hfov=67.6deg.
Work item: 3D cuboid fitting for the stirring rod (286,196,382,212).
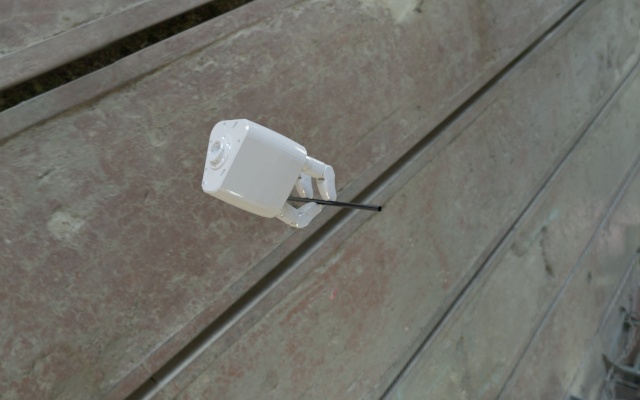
[{"bbox_3d":[0.000,0.002,0.738,0.011,0.011,0.239,0,4,-42],"label":"stirring rod"}]
